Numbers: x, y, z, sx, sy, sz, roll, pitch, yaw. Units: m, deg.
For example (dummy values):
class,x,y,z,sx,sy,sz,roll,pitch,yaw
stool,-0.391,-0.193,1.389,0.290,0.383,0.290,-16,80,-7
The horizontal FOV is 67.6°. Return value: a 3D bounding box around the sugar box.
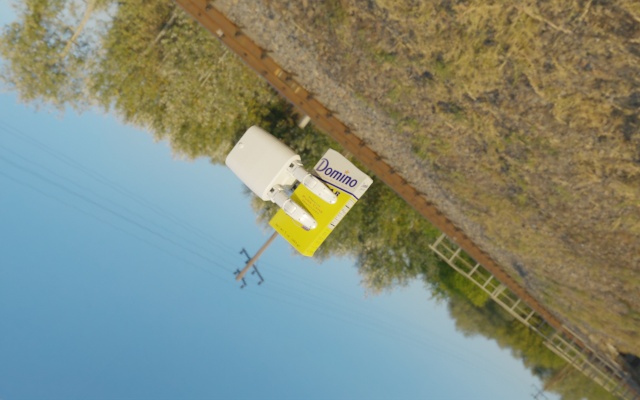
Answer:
class,x,y,z,sx,sy,sz,roll,pitch,yaw
sugar box,0.000,0.003,0.842,0.093,0.176,0.048,40,5,22
